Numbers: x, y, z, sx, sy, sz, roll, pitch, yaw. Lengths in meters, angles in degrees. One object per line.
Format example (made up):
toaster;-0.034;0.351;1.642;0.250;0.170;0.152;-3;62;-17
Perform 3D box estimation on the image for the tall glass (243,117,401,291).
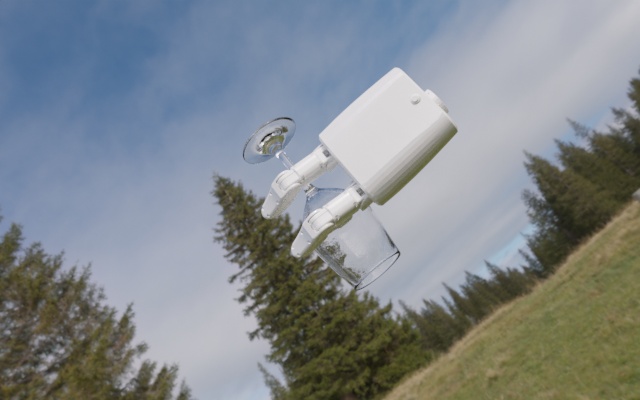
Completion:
tall glass;0.000;0.001;0.527;0.079;0.201;0.079;-34;-20;-14
